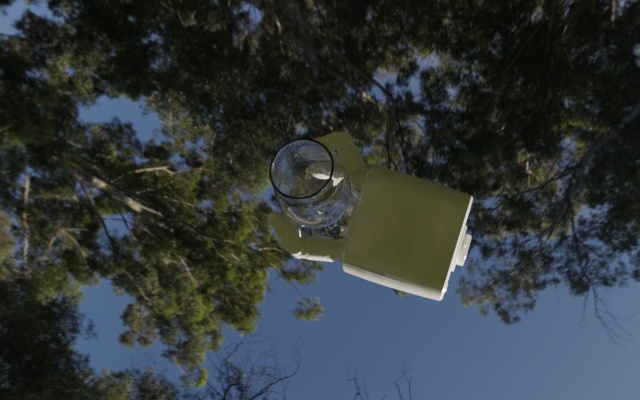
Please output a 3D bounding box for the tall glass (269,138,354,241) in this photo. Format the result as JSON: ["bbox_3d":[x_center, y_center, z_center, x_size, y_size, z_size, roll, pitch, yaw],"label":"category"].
[{"bbox_3d":[0.000,0.002,0.534,0.079,0.079,0.201,0,-19,11],"label":"tall glass"}]
